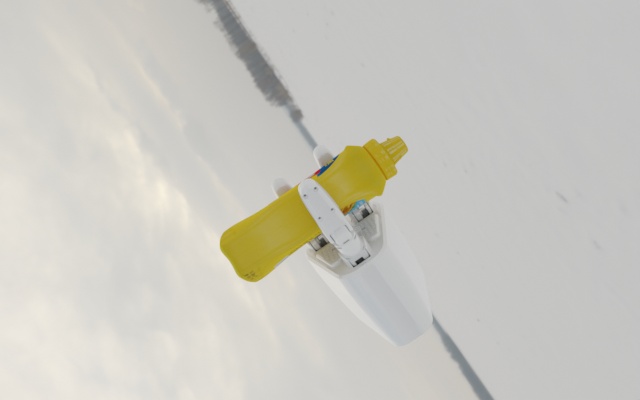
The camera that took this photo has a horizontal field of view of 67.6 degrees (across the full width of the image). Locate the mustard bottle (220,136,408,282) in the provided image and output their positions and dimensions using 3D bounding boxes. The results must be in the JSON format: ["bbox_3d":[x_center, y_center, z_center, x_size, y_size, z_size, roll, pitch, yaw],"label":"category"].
[{"bbox_3d":[0.000,0.001,0.453,0.191,0.058,0.096,-35,-4,3],"label":"mustard bottle"}]
